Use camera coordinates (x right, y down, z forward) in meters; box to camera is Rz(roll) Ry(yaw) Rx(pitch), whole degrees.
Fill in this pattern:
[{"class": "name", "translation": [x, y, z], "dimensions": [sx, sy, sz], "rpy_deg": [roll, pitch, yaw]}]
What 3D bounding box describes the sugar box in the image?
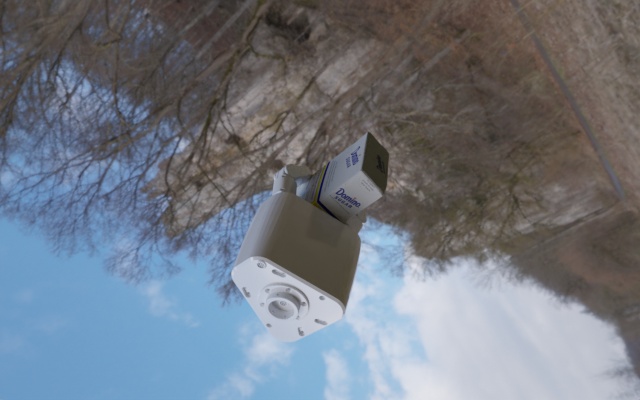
[{"class": "sugar box", "translation": [0.000, 0.002, 0.562], "dimensions": [0.176, 0.048, 0.093], "rpy_deg": [-33, 22, 29]}]
